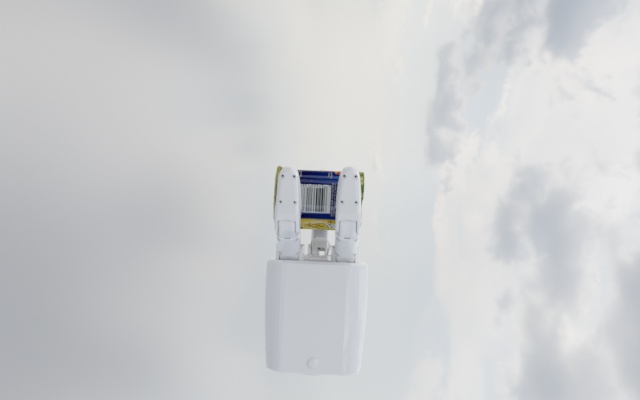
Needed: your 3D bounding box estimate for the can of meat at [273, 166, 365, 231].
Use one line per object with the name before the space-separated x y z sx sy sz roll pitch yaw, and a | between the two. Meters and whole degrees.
can of meat | 0.000 0.002 0.488 0.084 0.057 0.102 3 -9 2
